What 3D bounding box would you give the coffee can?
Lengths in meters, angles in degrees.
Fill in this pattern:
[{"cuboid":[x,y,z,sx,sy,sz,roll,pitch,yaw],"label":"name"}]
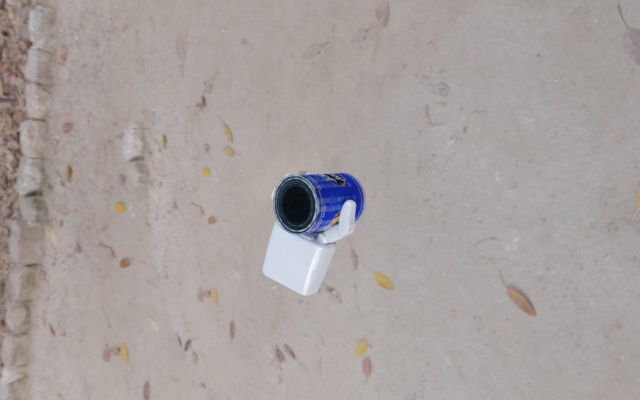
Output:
[{"cuboid":[0.000,0.003,0.849,0.103,0.103,0.140,0,4,38],"label":"coffee can"}]
